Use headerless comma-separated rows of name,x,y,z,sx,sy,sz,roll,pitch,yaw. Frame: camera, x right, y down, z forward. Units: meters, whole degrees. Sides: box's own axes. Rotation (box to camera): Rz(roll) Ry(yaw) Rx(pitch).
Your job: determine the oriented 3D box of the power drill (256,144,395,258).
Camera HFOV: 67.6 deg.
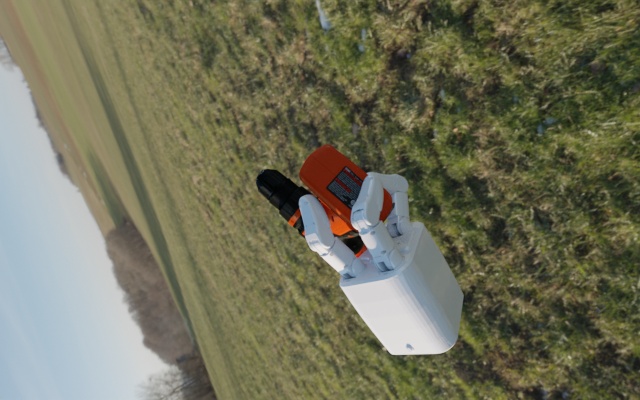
power drill,0.000,0.002,0.586,0.184,0.057,0.188,38,-19,2
